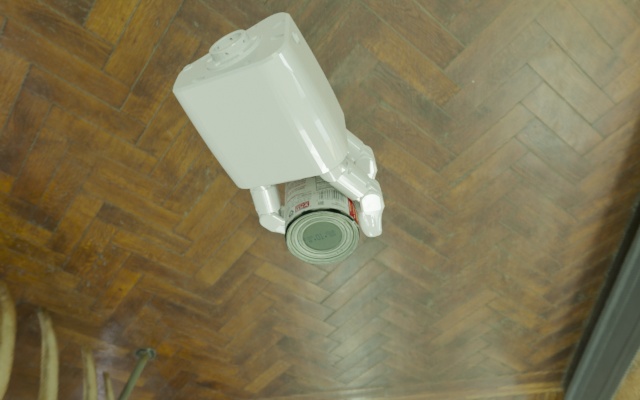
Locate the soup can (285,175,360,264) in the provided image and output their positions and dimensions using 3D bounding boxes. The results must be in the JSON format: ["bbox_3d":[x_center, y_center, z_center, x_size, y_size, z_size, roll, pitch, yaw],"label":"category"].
[{"bbox_3d":[0.000,0.002,0.456,0.068,0.069,0.102,0,39,-3],"label":"soup can"}]
